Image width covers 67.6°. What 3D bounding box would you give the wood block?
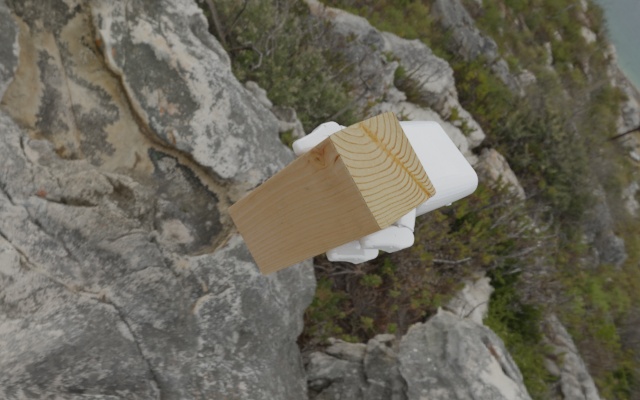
[{"bbox_3d":[0.000,0.001,0.493,0.090,0.091,0.206,-28,-1,-40],"label":"wood block"}]
